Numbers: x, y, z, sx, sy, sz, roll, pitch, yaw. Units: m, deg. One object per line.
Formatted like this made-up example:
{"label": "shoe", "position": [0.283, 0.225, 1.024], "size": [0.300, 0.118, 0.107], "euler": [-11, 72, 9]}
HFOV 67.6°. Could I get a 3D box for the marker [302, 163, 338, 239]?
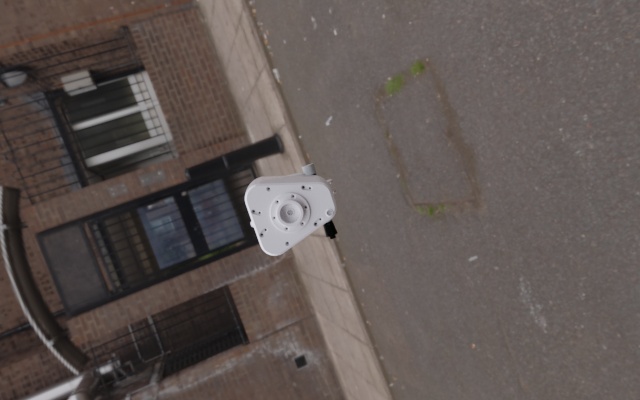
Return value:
{"label": "marker", "position": [0.000, 0.002, 0.738], "size": [0.020, 0.121, 0.020], "euler": [-19, 6, 2]}
